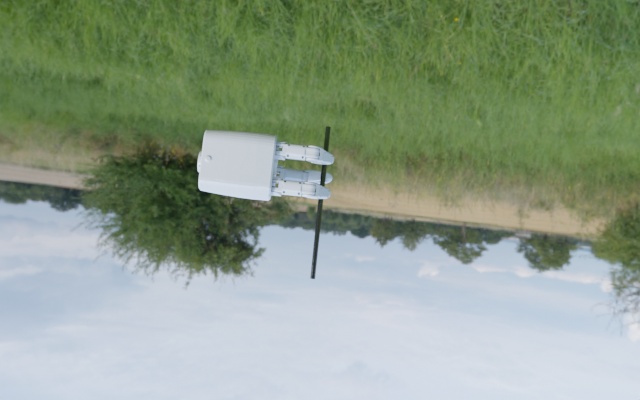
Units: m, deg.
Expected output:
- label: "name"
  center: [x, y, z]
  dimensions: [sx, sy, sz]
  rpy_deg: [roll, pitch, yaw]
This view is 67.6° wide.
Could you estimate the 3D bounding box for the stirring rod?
- label: "stirring rod"
  center: [0.000, 0.002, 0.751]
  dimensions: [0.011, 0.239, 0.011]
  rpy_deg: [6, -4, 0]
